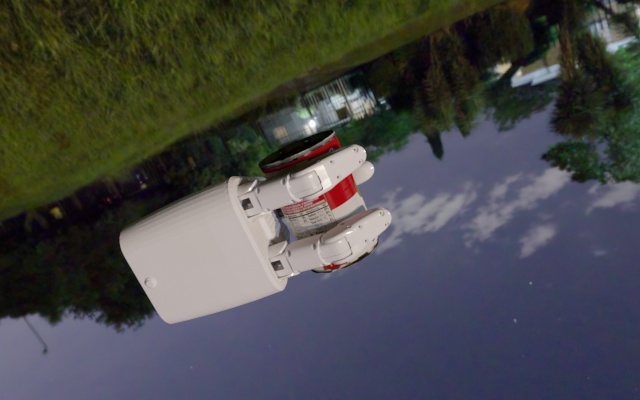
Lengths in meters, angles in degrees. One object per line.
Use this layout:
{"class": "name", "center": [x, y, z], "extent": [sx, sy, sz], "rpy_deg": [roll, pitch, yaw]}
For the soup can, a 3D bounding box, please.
{"class": "soup can", "center": [0.001, 0.001, 0.401], "extent": [0.068, 0.102, 0.068], "rpy_deg": [-23, 15, 6]}
